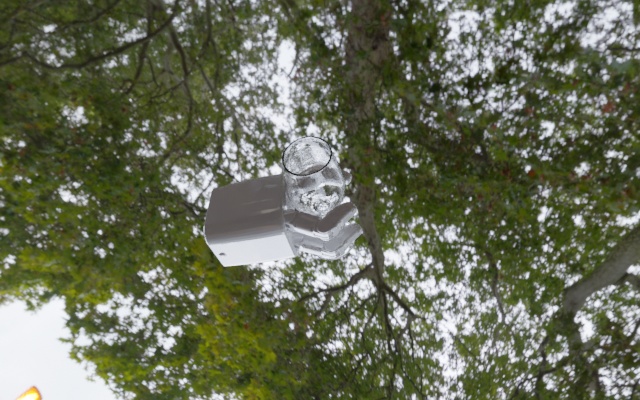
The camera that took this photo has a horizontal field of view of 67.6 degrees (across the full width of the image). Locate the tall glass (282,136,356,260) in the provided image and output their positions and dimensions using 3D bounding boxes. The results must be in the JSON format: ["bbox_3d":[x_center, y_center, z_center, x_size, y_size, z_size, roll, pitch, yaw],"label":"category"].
[{"bbox_3d":[0.000,0.002,0.652,0.079,0.079,0.201,0,-35,11],"label":"tall glass"}]
